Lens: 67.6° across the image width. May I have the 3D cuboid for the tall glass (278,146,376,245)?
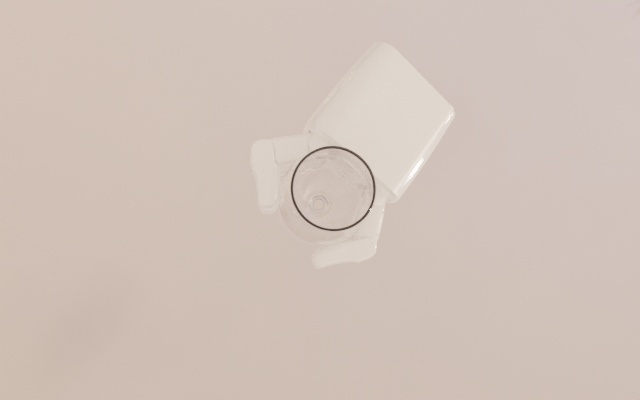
[{"bbox_3d":[0.000,0.002,0.438,0.079,0.079,0.201,0,-6,-5],"label":"tall glass"}]
